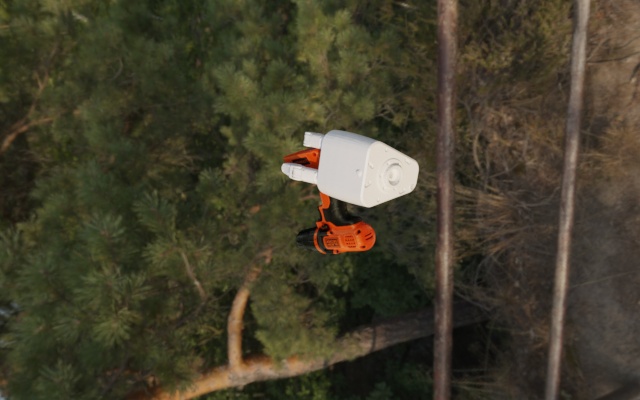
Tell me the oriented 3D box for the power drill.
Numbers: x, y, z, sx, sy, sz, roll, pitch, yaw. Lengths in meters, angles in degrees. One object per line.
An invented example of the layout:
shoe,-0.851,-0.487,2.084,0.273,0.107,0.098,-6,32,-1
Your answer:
power drill,0.000,0.002,0.826,0.057,0.188,0.184,-27,12,-41
